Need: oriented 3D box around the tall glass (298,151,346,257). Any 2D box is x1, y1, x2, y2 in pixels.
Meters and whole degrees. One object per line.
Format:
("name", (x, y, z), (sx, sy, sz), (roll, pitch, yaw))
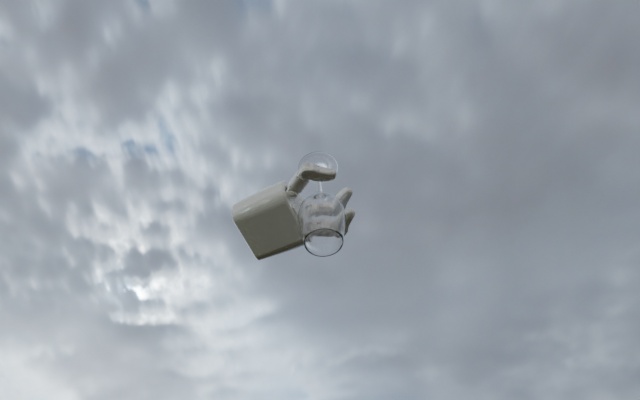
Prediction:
("tall glass", (0.000, 0.002, 0.811), (0.079, 0.079, 0.200), (0, 39, -4))
